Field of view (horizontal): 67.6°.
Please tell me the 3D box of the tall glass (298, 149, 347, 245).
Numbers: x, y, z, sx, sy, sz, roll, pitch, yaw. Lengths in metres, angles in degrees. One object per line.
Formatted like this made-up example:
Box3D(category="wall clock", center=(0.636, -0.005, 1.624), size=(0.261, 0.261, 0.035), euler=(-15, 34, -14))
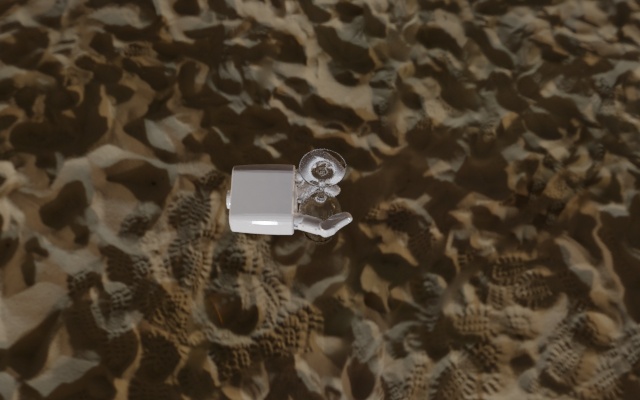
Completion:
Box3D(category="tall glass", center=(0.000, 0.002, 0.823), size=(0.079, 0.079, 0.201), euler=(0, -33, -2))
